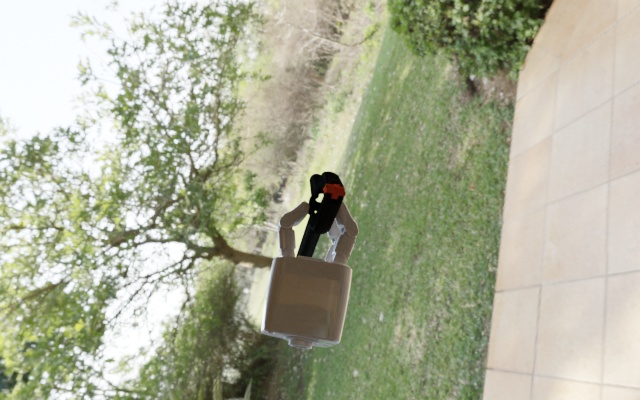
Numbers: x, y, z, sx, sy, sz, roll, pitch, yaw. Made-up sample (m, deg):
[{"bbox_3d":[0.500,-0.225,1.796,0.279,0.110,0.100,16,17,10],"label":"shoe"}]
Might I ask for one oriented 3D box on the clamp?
[{"bbox_3d":[-0.001,0.002,0.741,0.036,0.164,0.210,11,-23,-9],"label":"clamp"}]
